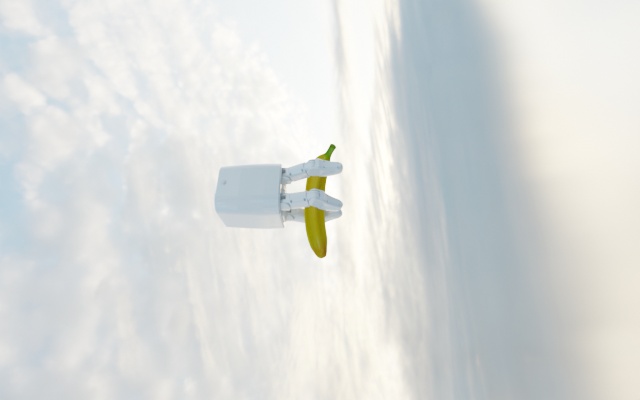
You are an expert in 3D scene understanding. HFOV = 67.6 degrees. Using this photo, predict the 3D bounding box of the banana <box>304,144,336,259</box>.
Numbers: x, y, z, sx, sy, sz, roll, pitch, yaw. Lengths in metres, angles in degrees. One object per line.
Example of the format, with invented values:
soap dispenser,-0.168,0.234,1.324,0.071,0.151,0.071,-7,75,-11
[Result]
banana,-0.005,0.004,0.816,0.037,0.197,0.070,8,-15,-16
